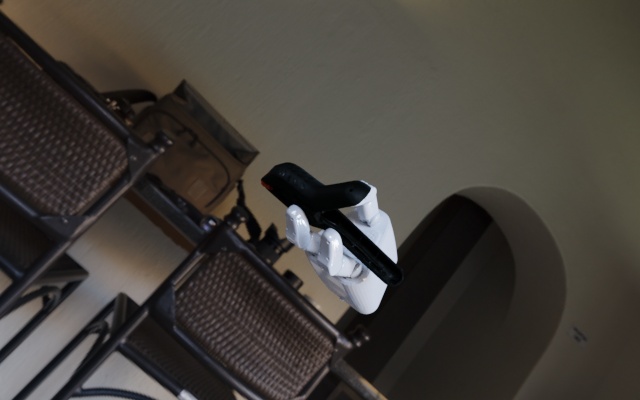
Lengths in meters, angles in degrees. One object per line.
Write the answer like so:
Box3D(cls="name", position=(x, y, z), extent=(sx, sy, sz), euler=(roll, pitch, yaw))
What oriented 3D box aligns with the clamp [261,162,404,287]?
Box3D(cls="clamp", position=(0.000, 0.001, 0.540), extent=(0.210, 0.036, 0.165), euler=(33, -22, 34))
